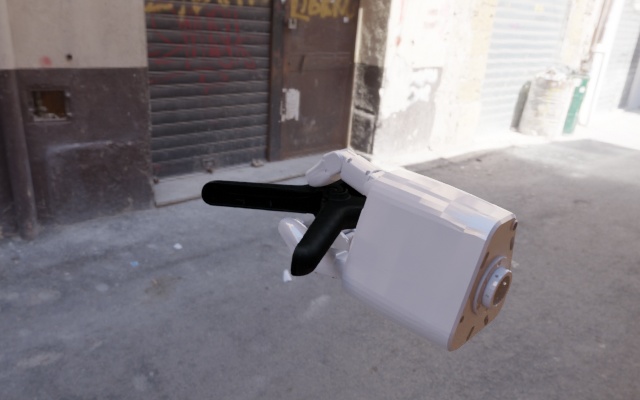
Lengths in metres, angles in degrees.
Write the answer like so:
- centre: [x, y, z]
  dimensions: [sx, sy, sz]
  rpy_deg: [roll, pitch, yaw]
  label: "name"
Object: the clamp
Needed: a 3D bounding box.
- centre: [0.001, 0.001, 0.473]
  dimensions: [0.210, 0.036, 0.164]
  rpy_deg: [-17, 33, -43]
  label: "clamp"
